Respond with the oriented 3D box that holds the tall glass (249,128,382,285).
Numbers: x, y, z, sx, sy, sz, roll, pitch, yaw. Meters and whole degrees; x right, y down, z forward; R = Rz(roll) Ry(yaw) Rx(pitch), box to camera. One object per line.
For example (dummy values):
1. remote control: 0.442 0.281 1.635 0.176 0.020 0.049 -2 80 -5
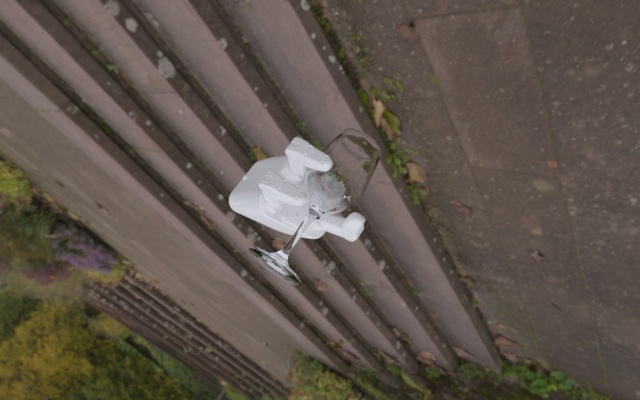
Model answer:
1. tall glass: 0.000 0.003 0.595 0.079 0.201 0.079 31 -21 13
